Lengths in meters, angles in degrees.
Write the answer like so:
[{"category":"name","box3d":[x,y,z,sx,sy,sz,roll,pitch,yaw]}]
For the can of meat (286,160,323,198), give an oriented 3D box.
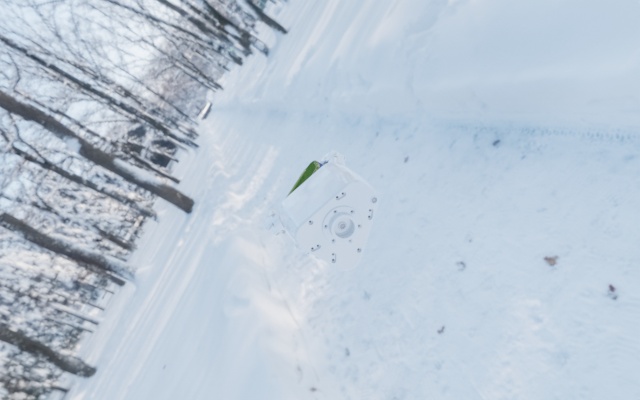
[{"category":"can of meat","box3d":[0.000,0.002,0.709,0.084,0.102,0.057,31,8,-19]}]
